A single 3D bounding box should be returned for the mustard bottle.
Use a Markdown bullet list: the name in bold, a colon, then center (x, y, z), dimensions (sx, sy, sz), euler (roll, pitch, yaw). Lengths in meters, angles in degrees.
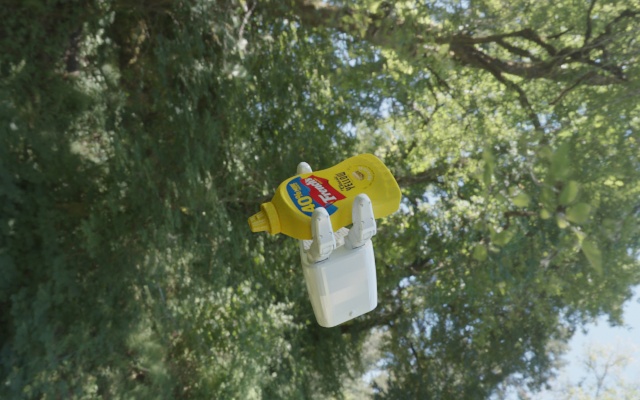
- **mustard bottle**: center (0.000, 0.002, 0.617), dimensions (0.191, 0.096, 0.058), euler (-19, -39, -17)
